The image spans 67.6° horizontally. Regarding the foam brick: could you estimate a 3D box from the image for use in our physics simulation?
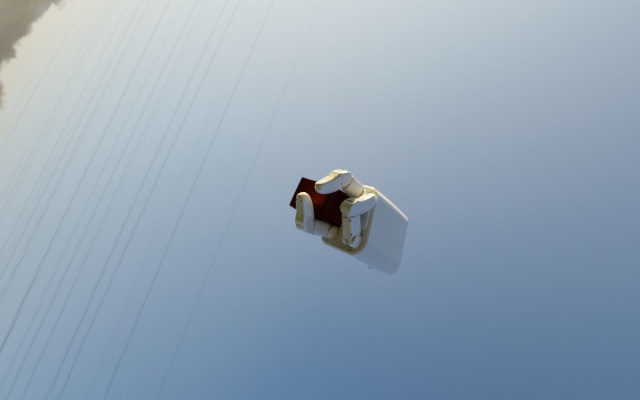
[{"bbox_3d":[0.000,0.002,0.747,0.078,0.053,0.051,18,-11,47],"label":"foam brick"}]
